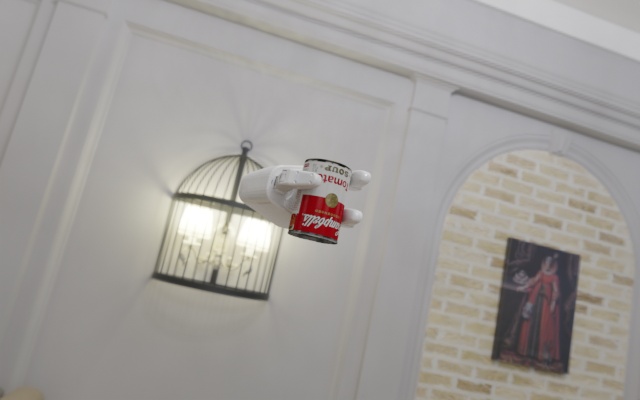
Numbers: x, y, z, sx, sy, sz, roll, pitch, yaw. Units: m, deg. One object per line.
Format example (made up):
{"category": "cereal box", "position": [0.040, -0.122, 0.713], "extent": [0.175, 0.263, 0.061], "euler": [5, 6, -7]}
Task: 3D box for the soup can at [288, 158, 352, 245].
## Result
{"category": "soup can", "position": [0.000, 0.002, 0.639], "extent": [0.068, 0.102, 0.068], "euler": [12, -10, 2]}
